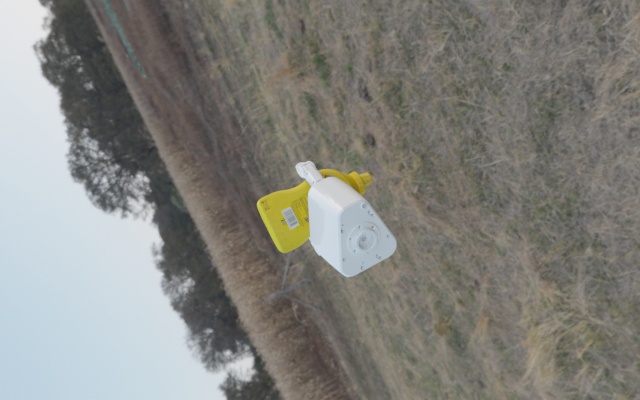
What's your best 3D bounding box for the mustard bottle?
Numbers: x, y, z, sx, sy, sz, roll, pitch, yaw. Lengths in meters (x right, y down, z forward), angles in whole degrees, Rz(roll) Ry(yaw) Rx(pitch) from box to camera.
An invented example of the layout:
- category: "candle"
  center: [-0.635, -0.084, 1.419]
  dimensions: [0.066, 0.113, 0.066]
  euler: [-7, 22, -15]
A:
- category: "mustard bottle"
  center: [0.000, 0.003, 0.783]
  dimensions: [0.191, 0.096, 0.058]
  euler: [-27, 2, -13]
